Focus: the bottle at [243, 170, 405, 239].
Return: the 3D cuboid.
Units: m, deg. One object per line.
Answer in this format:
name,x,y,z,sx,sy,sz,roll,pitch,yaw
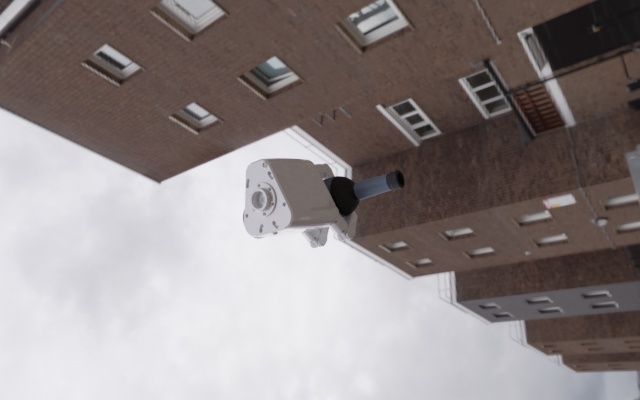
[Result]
bottle,0.000,0.003,0.779,0.296,0.069,0.069,-16,-9,34
